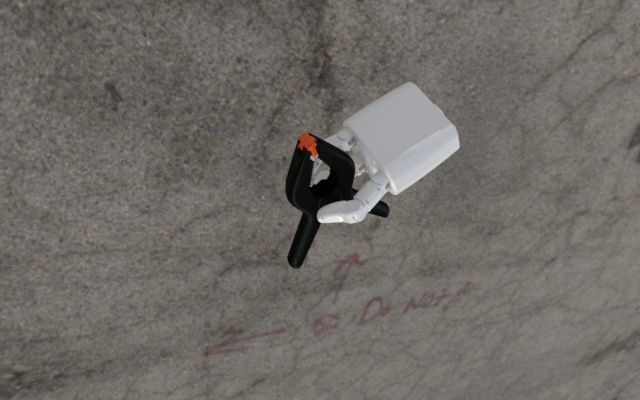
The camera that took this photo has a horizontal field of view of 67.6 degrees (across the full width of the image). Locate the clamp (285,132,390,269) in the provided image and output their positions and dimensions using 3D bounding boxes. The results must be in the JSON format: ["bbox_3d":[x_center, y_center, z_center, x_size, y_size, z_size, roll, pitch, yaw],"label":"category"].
[{"bbox_3d":[0.000,0.002,0.618,0.164,0.036,0.210,-35,-40,-4],"label":"clamp"}]
